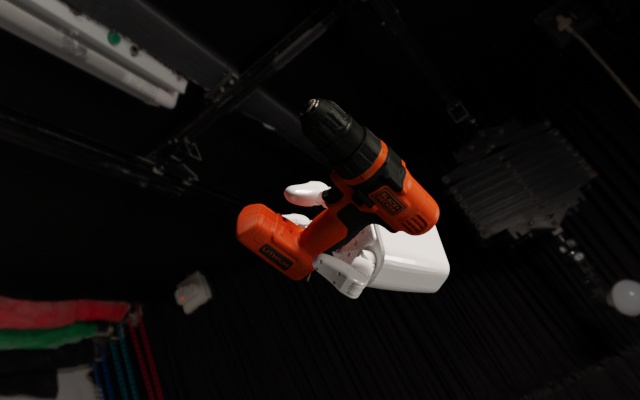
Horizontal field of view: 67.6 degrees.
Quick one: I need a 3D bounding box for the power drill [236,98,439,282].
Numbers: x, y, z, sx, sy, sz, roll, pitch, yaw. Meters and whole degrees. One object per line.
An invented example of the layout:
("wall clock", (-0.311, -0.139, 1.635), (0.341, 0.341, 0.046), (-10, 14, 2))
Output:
("power drill", (0.000, 0.002, 0.493), (0.188, 0.057, 0.184), (-31, -59, 32))
